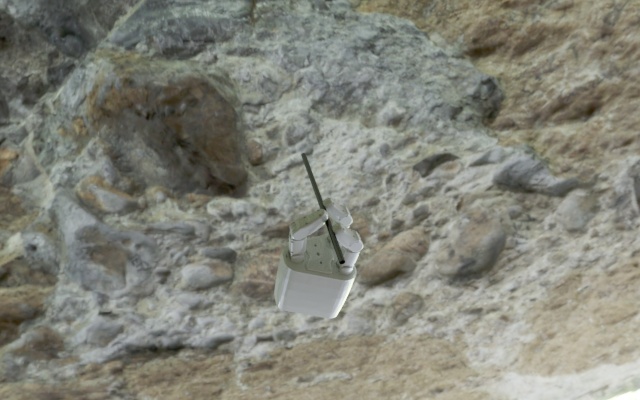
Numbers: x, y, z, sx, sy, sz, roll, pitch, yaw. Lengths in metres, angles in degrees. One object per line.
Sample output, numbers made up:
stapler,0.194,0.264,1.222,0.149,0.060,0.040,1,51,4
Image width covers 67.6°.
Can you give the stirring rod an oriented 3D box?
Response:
stirring rod,0.000,0.002,0.711,0.011,0.011,0.239,0,41,-18
